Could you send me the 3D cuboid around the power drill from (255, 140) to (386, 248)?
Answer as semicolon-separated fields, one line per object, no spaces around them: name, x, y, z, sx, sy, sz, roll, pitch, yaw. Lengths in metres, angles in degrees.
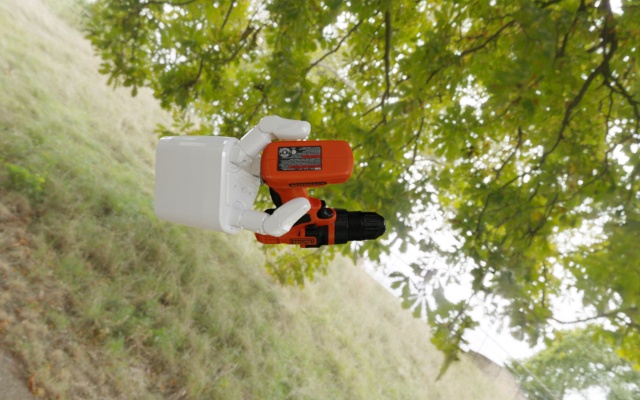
power drill;0.000;0.002;0.610;0.184;0.057;0.188;-3;-33;-2
